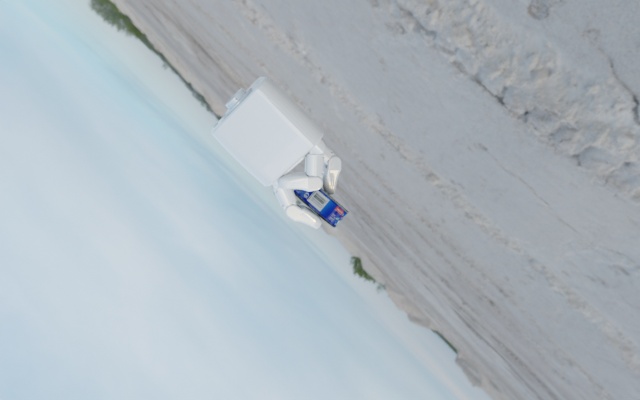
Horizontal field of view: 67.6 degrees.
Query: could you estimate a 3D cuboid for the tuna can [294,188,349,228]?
[{"bbox_3d":[0.000,0.003,0.720,0.086,0.034,0.086,41,0,0],"label":"tuna can"}]
